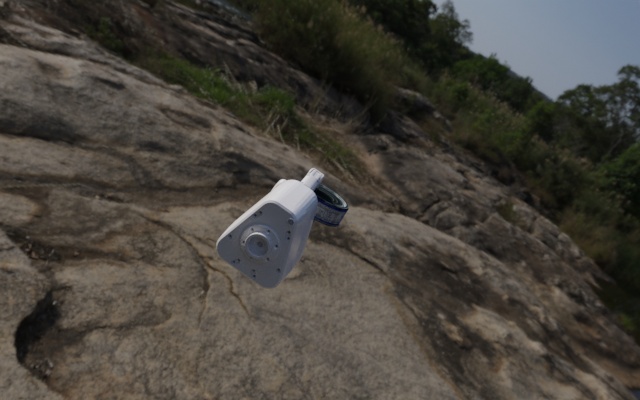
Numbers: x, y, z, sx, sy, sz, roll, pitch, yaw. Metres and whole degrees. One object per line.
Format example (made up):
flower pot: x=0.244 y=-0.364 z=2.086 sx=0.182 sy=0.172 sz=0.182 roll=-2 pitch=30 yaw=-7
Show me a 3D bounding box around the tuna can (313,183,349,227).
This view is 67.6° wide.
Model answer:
tuna can: x=0.000 y=0.002 z=0.733 sx=0.086 sy=0.034 sz=0.086 roll=29 pitch=15 yaw=-9
